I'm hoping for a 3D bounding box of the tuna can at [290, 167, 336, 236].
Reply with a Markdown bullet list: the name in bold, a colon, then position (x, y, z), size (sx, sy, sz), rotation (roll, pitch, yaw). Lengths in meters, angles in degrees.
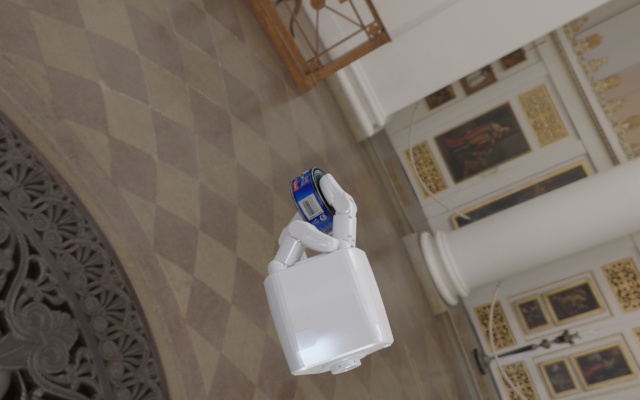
- **tuna can**: position (0.001, 0.002, 0.596), size (0.034, 0.086, 0.086), rotation (-31, -10, 18)
